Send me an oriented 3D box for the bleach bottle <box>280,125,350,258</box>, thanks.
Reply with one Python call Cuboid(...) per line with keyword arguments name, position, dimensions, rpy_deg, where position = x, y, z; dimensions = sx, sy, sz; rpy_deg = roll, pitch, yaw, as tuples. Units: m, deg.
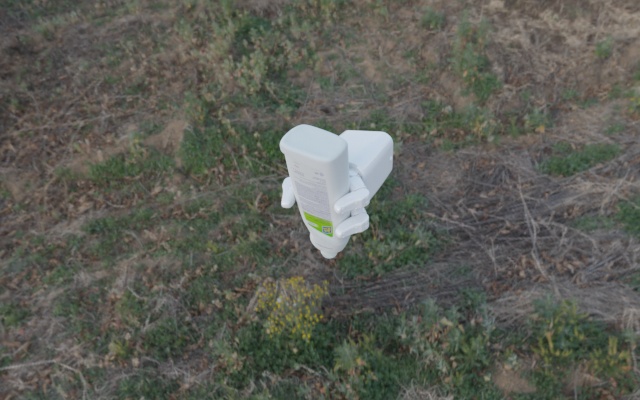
Cuboid(name="bleach bottle", position=(0.000, 0.003, 0.785), dimensions=(0.102, 0.251, 0.068), rpy_deg=(24, 52, 27))
